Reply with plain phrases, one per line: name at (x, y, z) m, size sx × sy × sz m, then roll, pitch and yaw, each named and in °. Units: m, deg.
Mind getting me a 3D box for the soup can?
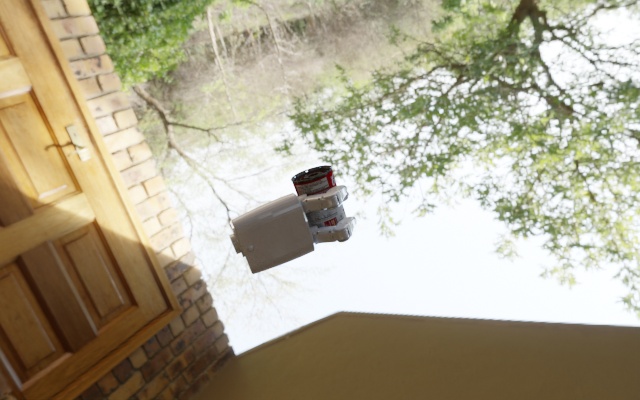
soup can at (0.001, 0.003, 0.765) m, size 0.068 × 0.102 × 0.068 m, roll -17°, pitch 17°, yaw 5°
